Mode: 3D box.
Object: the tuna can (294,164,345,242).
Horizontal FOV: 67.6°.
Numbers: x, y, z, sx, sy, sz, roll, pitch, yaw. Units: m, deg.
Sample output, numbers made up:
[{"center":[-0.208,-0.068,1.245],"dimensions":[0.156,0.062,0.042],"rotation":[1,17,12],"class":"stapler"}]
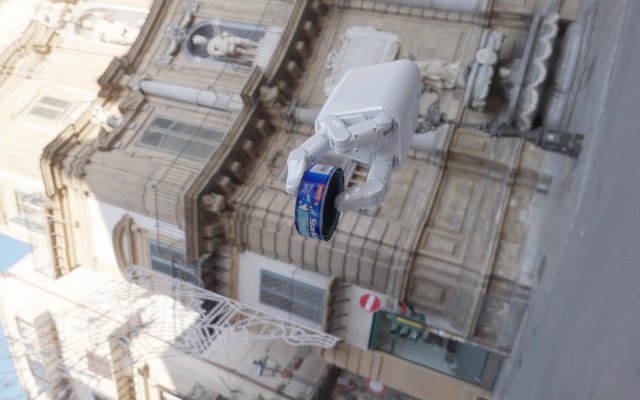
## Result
[{"center":[0.000,0.002,0.546],"dimensions":[0.034,0.086,0.086],"rotation":[11,3,16],"class":"tuna can"}]
